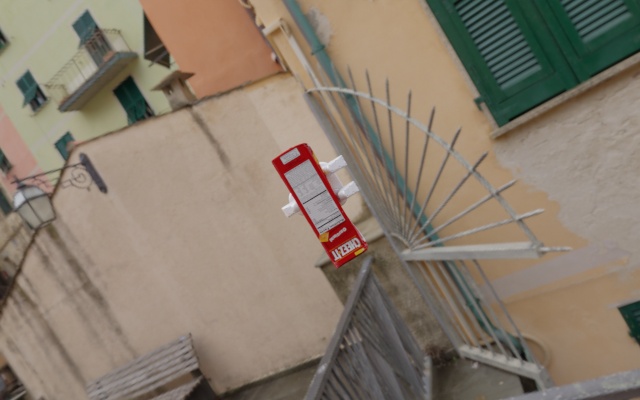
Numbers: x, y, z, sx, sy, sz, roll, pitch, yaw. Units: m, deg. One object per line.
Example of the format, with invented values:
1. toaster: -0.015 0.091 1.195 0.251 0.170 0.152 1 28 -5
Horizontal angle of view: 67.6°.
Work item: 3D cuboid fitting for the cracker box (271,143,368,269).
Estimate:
1. cracker box: 0.000 0.003 0.866 0.072 0.214 0.164 -31 3 2
